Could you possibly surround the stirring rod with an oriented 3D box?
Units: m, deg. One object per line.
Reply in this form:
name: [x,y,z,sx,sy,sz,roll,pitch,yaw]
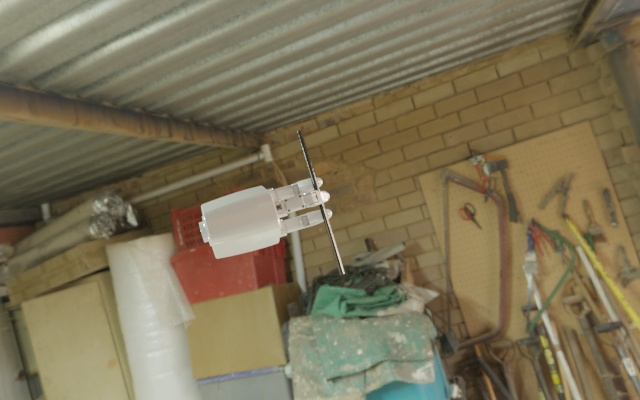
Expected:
stirring rod: [0.000,0.003,0.768,0.011,0.239,0.011,-17,-4,-1]
